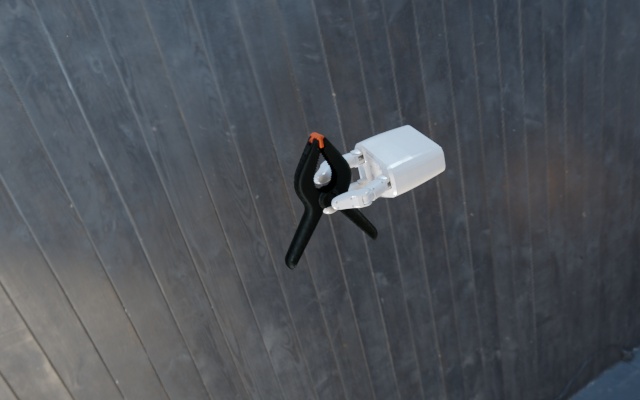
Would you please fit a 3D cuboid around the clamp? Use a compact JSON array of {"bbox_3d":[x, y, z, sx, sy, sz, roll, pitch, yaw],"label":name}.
[{"bbox_3d":[0.001,0.002,0.738,0.164,0.210,0.036,-24,27,-18],"label":"clamp"}]
